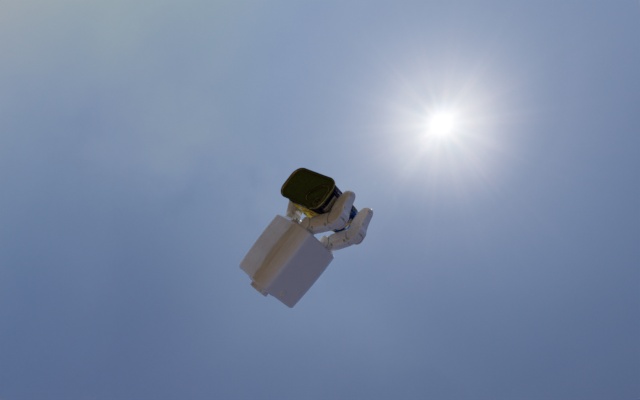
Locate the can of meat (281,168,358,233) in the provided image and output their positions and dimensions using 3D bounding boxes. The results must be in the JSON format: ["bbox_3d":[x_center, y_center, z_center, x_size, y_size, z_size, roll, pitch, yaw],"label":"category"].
[{"bbox_3d":[0.000,0.003,0.749,0.102,0.057,0.084,23,-18,47],"label":"can of meat"}]
